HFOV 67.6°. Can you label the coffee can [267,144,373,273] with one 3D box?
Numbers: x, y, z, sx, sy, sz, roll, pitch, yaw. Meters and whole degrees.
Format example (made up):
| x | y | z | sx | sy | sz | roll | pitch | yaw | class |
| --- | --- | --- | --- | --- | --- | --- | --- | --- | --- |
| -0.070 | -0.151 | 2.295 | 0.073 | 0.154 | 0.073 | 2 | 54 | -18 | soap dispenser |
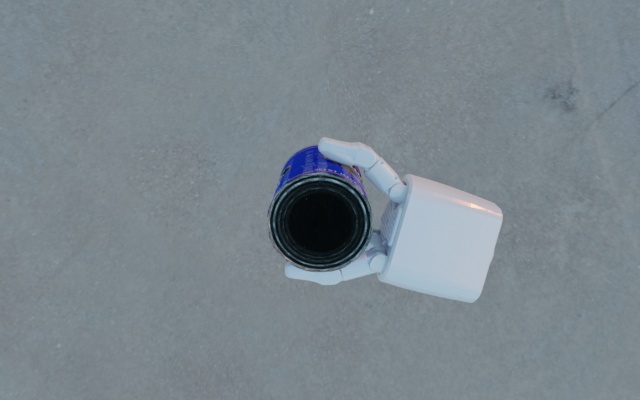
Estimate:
| x | y | z | sx | sy | sz | roll | pitch | yaw | class |
| --- | --- | --- | --- | --- | --- | --- | --- | --- | --- |
| 0.000 | 0.002 | 0.521 | 0.103 | 0.103 | 0.140 | 0 | 18 | 0 | coffee can |
